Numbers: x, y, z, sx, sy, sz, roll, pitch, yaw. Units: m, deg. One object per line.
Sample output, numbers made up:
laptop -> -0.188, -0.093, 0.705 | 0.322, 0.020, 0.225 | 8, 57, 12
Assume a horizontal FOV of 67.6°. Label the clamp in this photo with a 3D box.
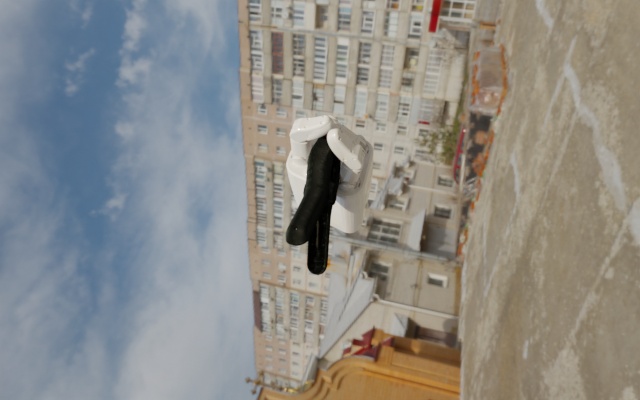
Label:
clamp -> 0.000, 0.002, 0.567 | 0.039, 0.171, 0.120 | 10, -31, 11
